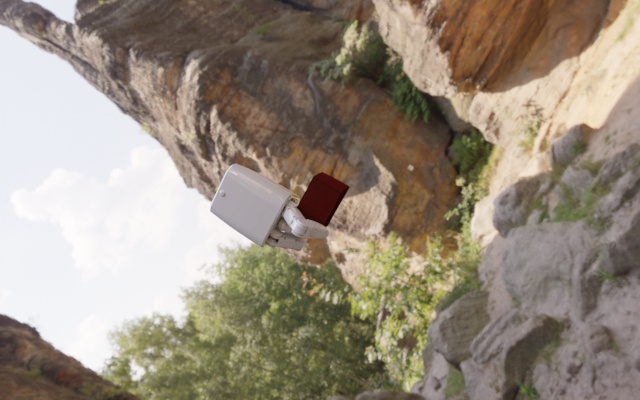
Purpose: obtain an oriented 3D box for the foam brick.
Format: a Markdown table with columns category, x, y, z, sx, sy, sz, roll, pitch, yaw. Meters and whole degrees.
| category | x | y | z | sx | sy | sz | roll | pitch | yaw |
| --- | --- | --- | --- | --- | --- | --- | --- | --- | --- |
| foam brick | 0.000 | 0.002 | 0.742 | 0.051 | 0.078 | 0.053 | 32 | 18 | 9 |
